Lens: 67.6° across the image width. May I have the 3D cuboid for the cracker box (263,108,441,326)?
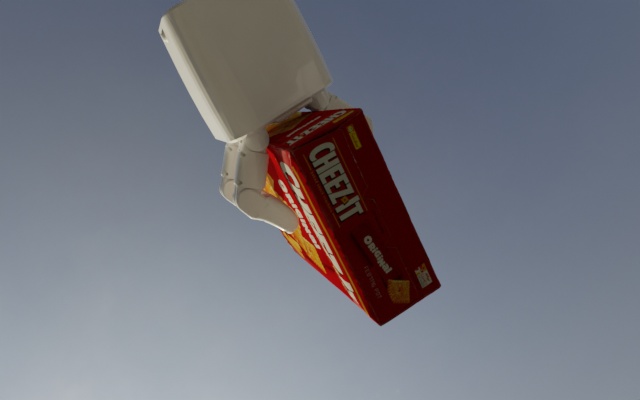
[{"bbox_3d":[0.000,0.001,0.453,0.072,0.164,0.213,-32,19,-13],"label":"cracker box"}]
